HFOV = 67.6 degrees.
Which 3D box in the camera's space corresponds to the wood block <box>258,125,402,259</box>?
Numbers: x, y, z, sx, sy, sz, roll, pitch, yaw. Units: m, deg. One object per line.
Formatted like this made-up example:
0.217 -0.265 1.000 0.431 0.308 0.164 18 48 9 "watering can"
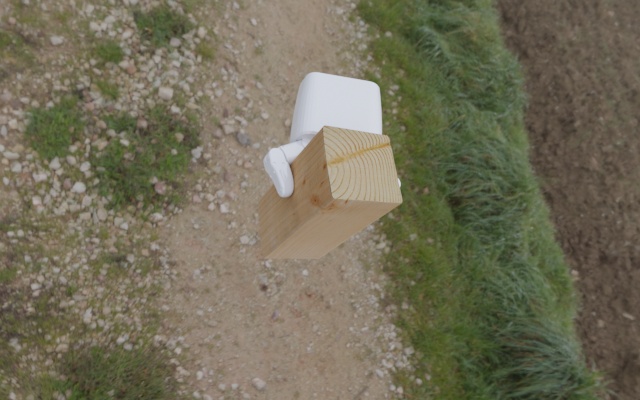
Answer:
0.000 0.002 0.602 0.091 0.090 0.206 5 -26 -27 "wood block"
